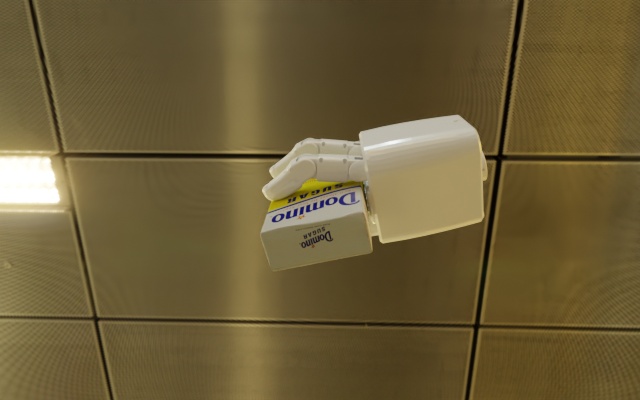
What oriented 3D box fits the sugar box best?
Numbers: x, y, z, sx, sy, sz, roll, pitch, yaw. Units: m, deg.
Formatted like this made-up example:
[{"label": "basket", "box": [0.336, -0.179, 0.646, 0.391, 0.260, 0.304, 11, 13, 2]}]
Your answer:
[{"label": "sugar box", "box": [0.000, 0.001, 0.483, 0.093, 0.048, 0.176, -12, 20, 7]}]
